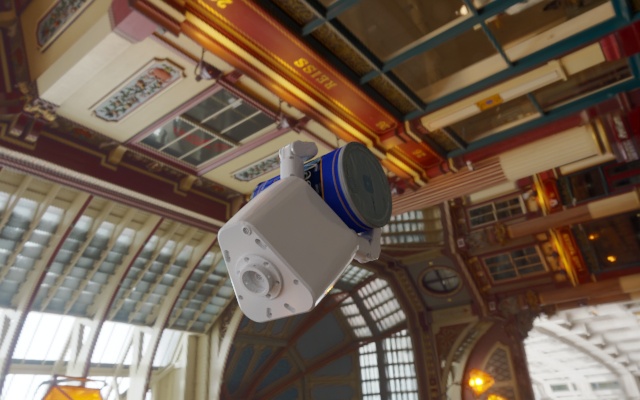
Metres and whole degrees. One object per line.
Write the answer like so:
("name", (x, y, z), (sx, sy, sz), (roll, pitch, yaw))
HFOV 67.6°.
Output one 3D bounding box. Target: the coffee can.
("coffee can", (0.000, 0.002, 0.575), (0.140, 0.103, 0.103), (-21, -12, 33))
